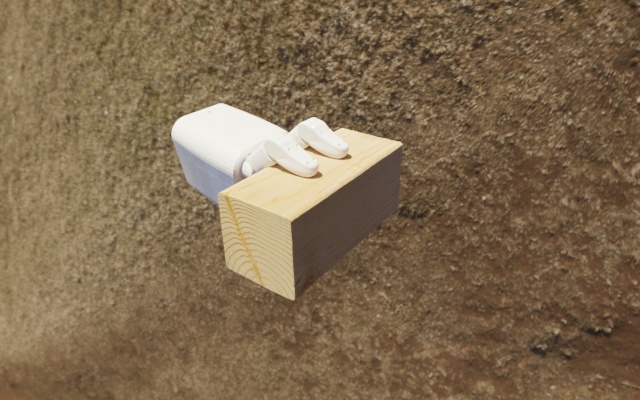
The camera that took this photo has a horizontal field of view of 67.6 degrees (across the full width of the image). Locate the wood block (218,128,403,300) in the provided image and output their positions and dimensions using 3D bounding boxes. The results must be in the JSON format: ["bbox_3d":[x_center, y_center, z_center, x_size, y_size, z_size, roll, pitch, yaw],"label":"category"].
[{"bbox_3d":[0.000,0.002,0.512,0.090,0.091,0.206,19,35,30],"label":"wood block"}]
